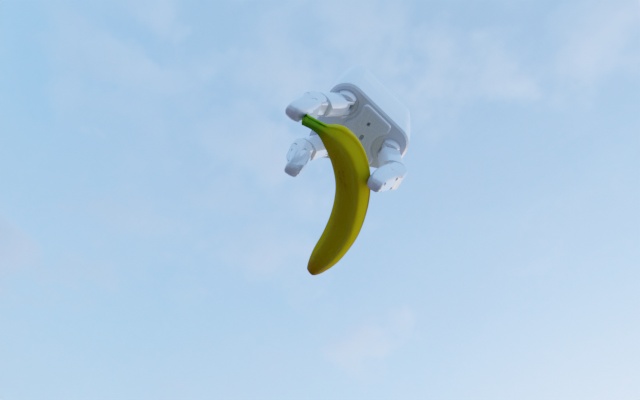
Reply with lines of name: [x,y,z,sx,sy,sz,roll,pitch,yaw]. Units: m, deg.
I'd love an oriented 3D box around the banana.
banana: [0.018,0.000,0.511,0.069,0.198,0.037,4,30,9]
